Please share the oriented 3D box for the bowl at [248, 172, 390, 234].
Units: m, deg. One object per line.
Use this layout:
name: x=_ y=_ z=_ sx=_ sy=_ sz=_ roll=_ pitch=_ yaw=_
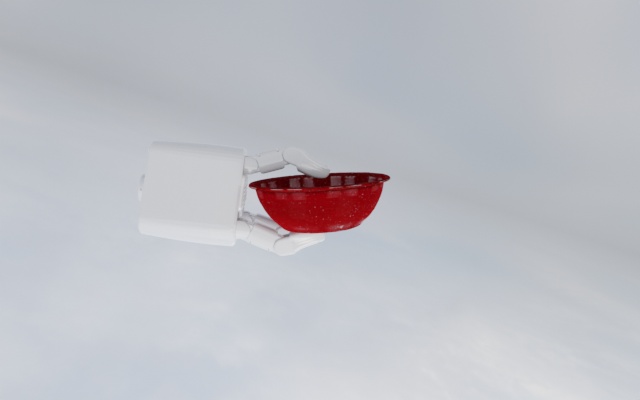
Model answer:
bowl: x=0.001 y=0.002 z=0.549 sx=0.162 sy=0.055 sz=0.162 roll=-4 pitch=8 yaw=1
